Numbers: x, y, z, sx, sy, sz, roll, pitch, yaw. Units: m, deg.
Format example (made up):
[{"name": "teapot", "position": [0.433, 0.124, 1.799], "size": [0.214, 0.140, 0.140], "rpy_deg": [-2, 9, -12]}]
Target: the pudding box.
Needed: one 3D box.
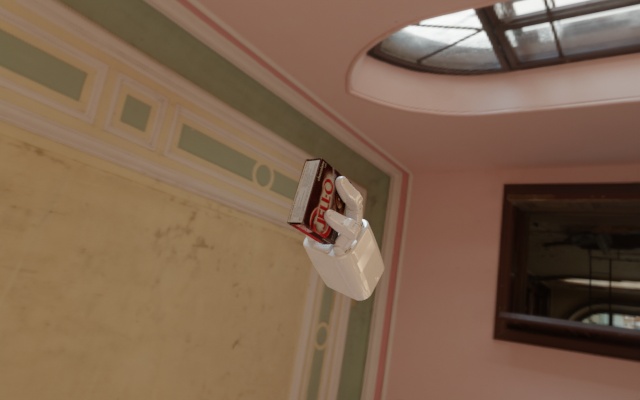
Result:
[{"name": "pudding box", "position": [0.000, 0.002, 0.753], "size": [0.039, 0.113, 0.090], "rpy_deg": [-2, -25, 36]}]
